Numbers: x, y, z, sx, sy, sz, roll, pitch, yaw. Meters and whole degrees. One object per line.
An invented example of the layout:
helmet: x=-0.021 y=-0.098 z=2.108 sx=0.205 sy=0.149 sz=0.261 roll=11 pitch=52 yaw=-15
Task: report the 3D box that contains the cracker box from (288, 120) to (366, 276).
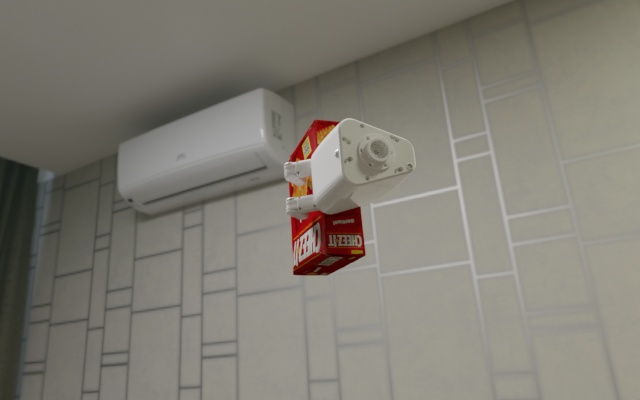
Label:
cracker box: x=0.000 y=0.002 z=0.772 sx=0.072 sy=0.213 sz=0.164 roll=3 pitch=-19 yaw=-19
